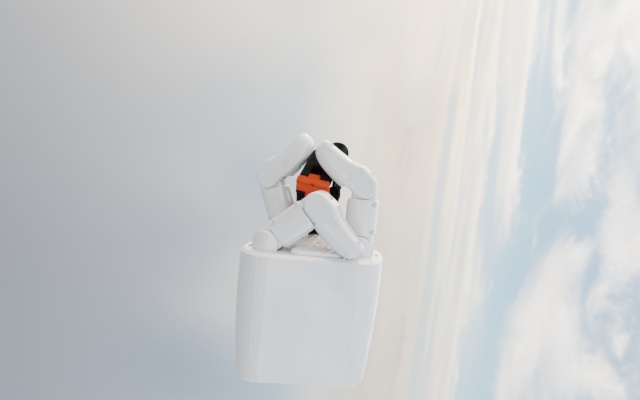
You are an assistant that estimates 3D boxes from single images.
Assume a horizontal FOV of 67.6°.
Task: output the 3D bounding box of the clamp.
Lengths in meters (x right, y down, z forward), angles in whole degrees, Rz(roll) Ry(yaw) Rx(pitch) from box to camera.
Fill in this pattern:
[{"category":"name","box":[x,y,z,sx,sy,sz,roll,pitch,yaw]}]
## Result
[{"category":"clamp","box":[0.001,0.002,0.468,0.039,0.120,0.171,6,7,9]}]
